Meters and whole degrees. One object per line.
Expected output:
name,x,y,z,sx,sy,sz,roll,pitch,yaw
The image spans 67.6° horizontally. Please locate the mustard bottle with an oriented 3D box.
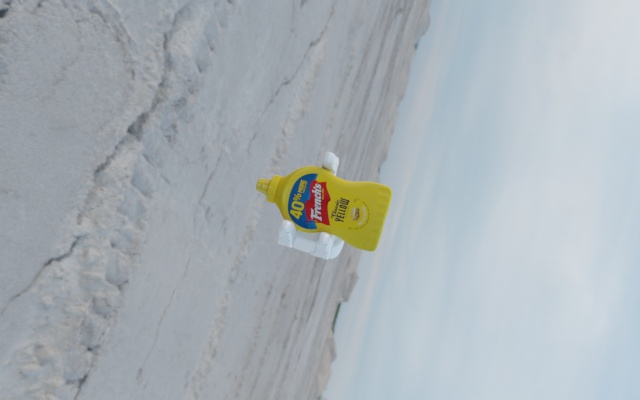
mustard bottle,0.000,0.002,0.687,0.191,0.096,0.058,16,7,6
